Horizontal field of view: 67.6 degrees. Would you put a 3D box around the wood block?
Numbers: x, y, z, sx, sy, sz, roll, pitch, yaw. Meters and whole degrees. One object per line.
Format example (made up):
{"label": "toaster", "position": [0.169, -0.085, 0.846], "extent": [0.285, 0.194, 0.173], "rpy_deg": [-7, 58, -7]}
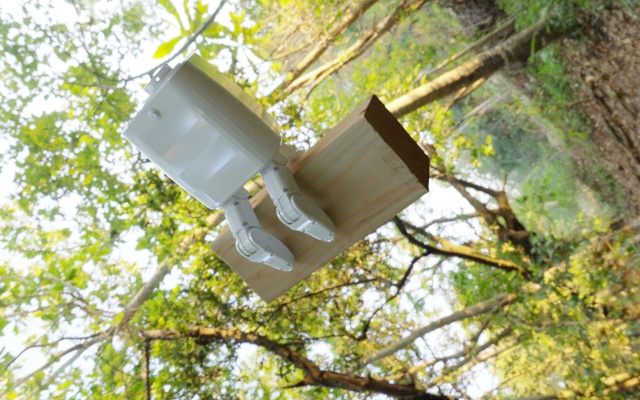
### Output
{"label": "wood block", "position": [0.000, 0.001, 0.479], "extent": [0.206, 0.090, 0.090], "rpy_deg": [-38, 12, 26]}
